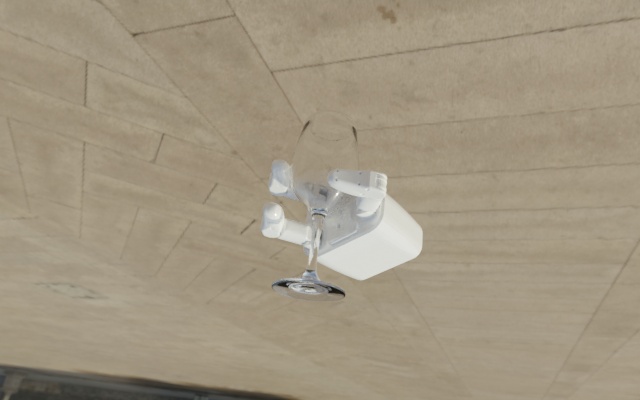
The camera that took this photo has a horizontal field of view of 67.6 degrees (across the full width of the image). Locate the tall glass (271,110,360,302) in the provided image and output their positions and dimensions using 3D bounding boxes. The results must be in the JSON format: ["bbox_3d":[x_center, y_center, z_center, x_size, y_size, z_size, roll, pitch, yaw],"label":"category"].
[{"bbox_3d":[0.000,0.002,0.516,0.079,0.201,0.079,6,-26,3],"label":"tall glass"}]
